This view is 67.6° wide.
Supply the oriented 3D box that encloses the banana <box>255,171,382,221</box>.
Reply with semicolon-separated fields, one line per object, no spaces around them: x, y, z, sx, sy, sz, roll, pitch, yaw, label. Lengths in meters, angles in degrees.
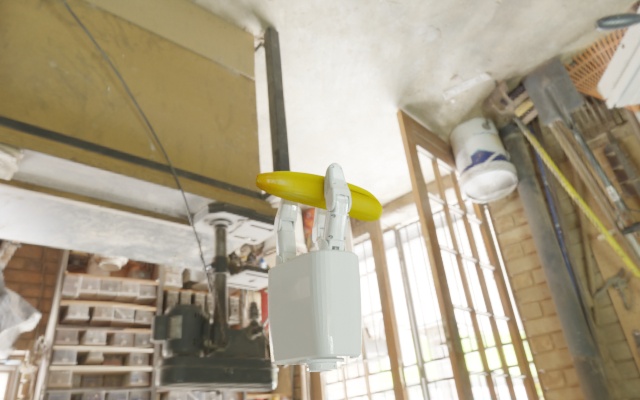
0.016;-0.001;0.572;0.069;0.037;0.198;-14;-23;41;banana
